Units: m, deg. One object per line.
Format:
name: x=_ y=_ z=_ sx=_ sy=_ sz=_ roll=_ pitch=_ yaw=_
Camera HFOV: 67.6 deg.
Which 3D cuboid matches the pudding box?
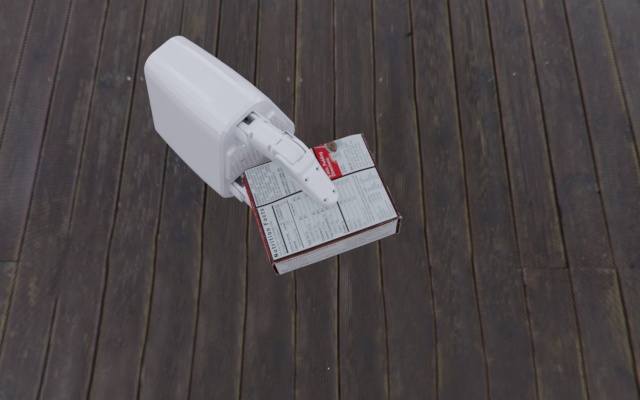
pudding box: x=0.000 y=0.001 z=0.405 sx=0.113 sy=0.090 sz=0.039 roll=-19 pitch=-23 yaw=-3
